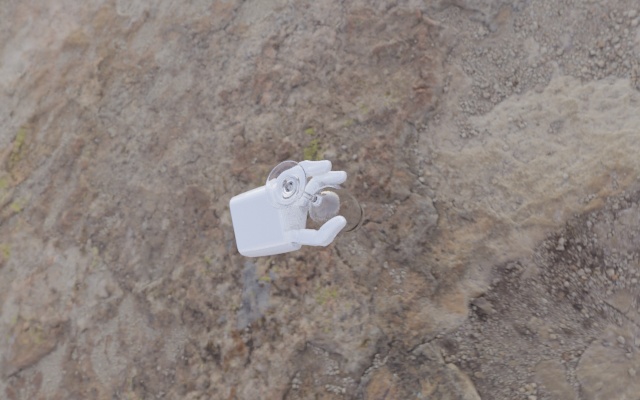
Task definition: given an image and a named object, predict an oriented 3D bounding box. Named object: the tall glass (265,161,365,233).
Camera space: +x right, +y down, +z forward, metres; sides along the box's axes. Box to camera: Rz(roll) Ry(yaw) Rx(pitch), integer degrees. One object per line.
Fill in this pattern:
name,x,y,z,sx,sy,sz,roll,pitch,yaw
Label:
tall glass,0.000,0.002,0.780,0.079,0.079,0.201,0,-15,33
